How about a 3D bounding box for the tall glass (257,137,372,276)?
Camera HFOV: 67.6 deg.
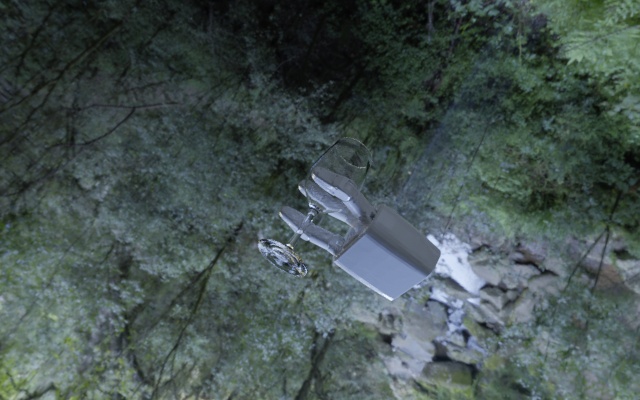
[{"bbox_3d":[0.000,0.003,0.653,0.079,0.201,0.079,25,-30,16],"label":"tall glass"}]
